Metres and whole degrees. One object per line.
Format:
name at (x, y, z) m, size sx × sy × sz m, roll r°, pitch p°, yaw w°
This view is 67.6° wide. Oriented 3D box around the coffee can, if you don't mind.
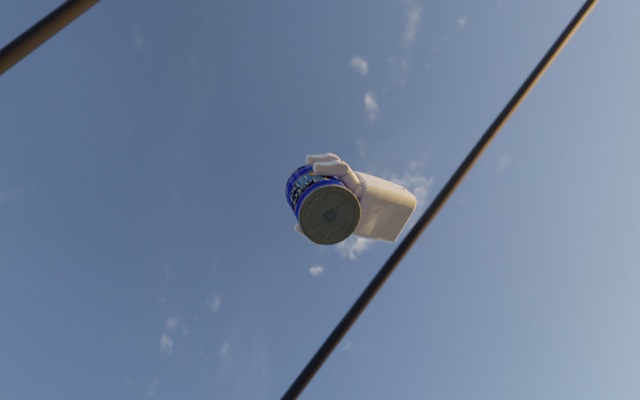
coffee can at (0.000, 0.003, 0.829) m, size 0.103 × 0.103 × 0.140 m, roll 0°, pitch 19°, yaw -14°
